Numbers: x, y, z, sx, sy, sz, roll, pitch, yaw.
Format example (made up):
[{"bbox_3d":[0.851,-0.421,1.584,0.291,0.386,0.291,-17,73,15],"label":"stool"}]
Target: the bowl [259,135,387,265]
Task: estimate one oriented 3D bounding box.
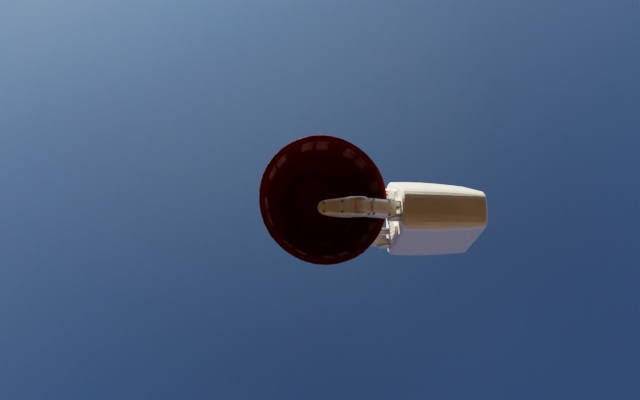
[{"bbox_3d":[-0.001,0.002,0.608,0.162,0.162,0.055,0,-10,-13],"label":"bowl"}]
